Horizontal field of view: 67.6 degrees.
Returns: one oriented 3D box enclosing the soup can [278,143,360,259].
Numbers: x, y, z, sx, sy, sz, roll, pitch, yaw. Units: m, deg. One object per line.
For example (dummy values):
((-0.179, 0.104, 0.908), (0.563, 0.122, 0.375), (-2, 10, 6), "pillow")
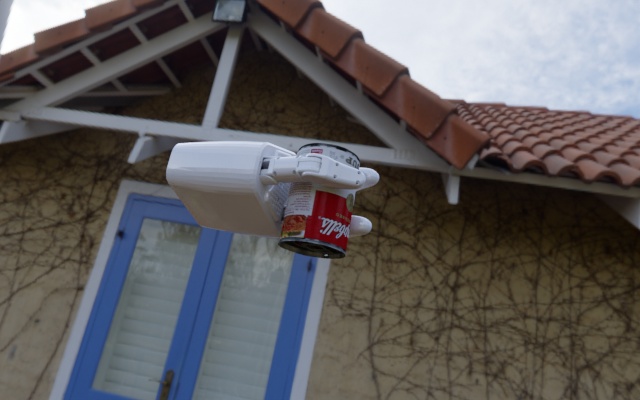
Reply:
((0.001, 0.001, 0.484), (0.068, 0.102, 0.068), (9, -18, 3), "soup can")
